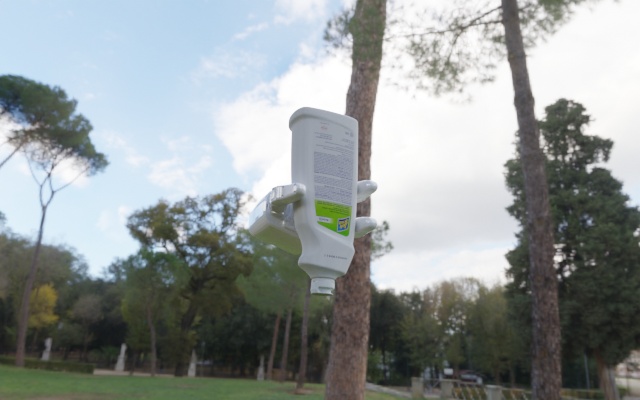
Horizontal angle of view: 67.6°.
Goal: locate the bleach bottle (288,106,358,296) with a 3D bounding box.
[{"bbox_3d":[0.000,0.002,0.657,0.102,0.250,0.068,10,-19,-21],"label":"bleach bottle"}]
